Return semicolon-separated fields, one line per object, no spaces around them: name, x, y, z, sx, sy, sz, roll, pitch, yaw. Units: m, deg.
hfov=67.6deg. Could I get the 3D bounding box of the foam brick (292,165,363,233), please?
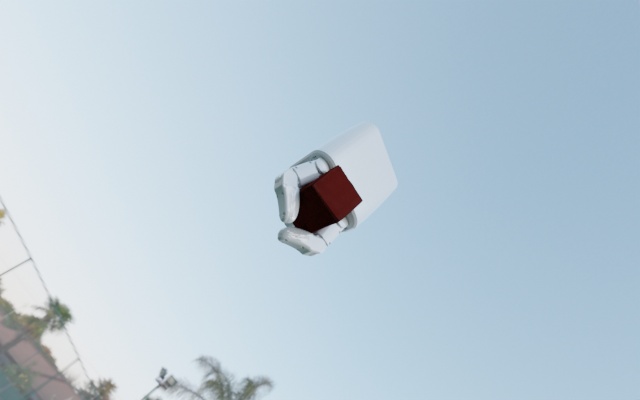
foam brick;0.000;0.002;0.564;0.051;0.053;0.078;-37;6;-37
